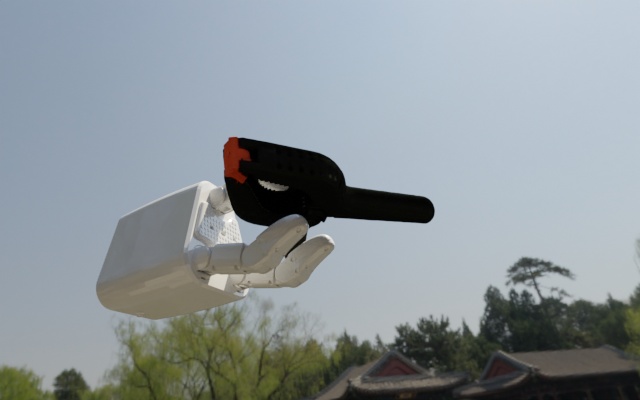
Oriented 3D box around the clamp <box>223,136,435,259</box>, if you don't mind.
[{"bbox_3d":[0.000,0.000,0.407,0.164,0.036,0.210,-19,-30,18],"label":"clamp"}]
